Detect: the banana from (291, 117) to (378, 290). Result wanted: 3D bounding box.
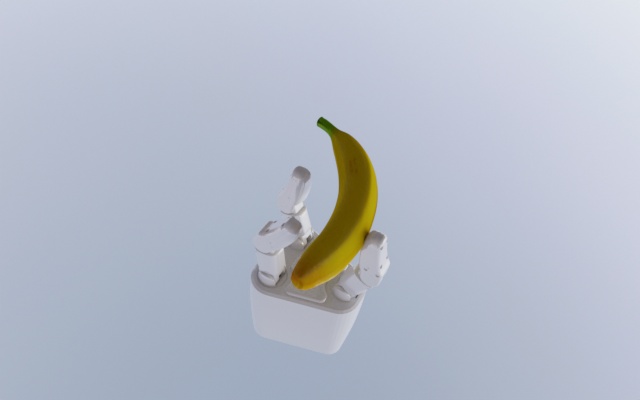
[{"bbox_3d":[0.019,0.002,0.438,0.069,0.197,0.037,10,-42,-4],"label":"banana"}]
